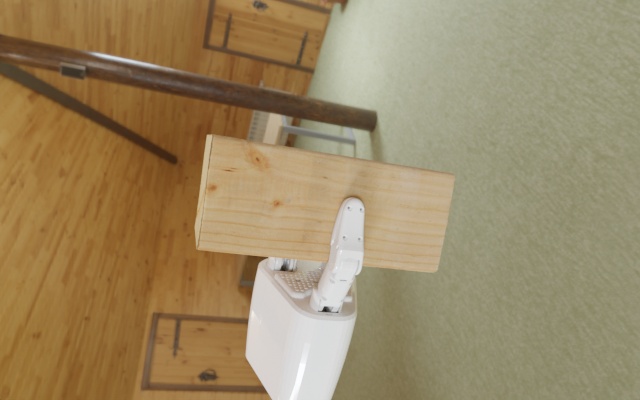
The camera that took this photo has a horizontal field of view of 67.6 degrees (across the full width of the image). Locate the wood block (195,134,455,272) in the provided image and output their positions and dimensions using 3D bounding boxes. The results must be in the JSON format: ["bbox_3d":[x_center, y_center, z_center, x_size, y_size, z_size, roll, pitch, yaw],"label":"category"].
[{"bbox_3d":[0.000,0.002,0.424,0.206,0.090,0.091,7,6,-16],"label":"wood block"}]
